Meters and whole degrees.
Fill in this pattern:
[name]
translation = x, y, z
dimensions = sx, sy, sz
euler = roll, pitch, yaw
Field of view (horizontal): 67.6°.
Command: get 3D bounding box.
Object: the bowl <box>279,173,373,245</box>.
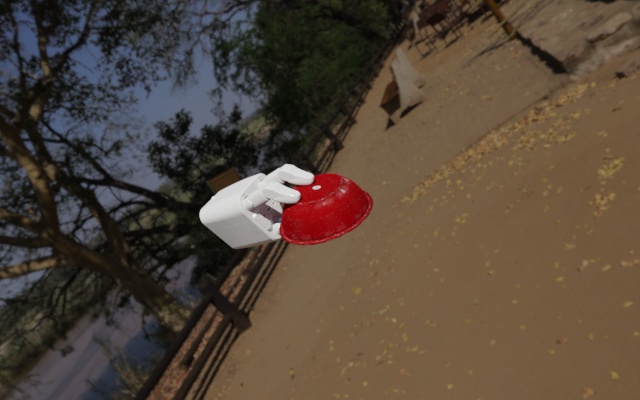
[bowl]
translation = 0.001, 0.002, 0.768
dimensions = 0.162, 0.055, 0.162
euler = -16, 27, 9
